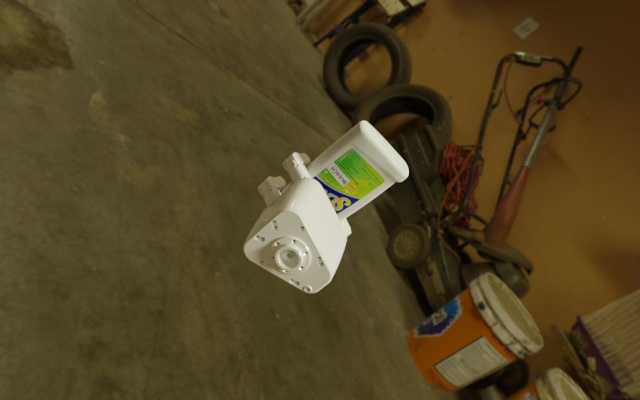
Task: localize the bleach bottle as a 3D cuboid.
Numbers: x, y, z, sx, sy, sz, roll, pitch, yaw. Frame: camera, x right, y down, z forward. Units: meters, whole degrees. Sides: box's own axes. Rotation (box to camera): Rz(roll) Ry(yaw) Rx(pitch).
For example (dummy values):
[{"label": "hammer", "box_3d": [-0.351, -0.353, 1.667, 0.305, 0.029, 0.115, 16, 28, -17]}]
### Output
[{"label": "bleach bottle", "box_3d": [0.000, 0.002, 0.693, 0.251, 0.102, 0.068, -41, 9, 22]}]
